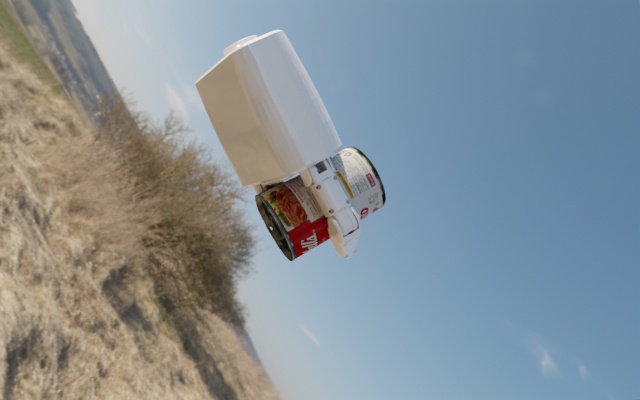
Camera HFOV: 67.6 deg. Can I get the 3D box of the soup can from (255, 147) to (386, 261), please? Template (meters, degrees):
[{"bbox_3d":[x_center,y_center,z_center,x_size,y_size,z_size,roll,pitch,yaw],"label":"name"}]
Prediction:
[{"bbox_3d":[0.001,0.002,0.442,0.102,0.068,0.068,-29,8,-15],"label":"soup can"}]
